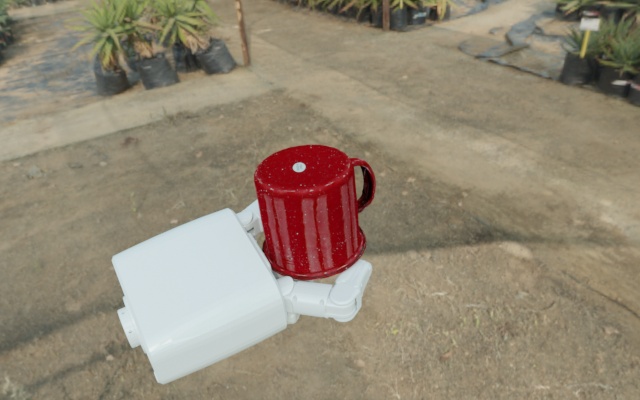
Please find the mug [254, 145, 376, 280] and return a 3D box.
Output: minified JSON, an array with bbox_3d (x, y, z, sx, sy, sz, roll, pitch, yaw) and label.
[{"bbox_3d":[0.001,0.001,0.407,0.117,0.082,0.093,-24,37,-24],"label":"mug"}]
